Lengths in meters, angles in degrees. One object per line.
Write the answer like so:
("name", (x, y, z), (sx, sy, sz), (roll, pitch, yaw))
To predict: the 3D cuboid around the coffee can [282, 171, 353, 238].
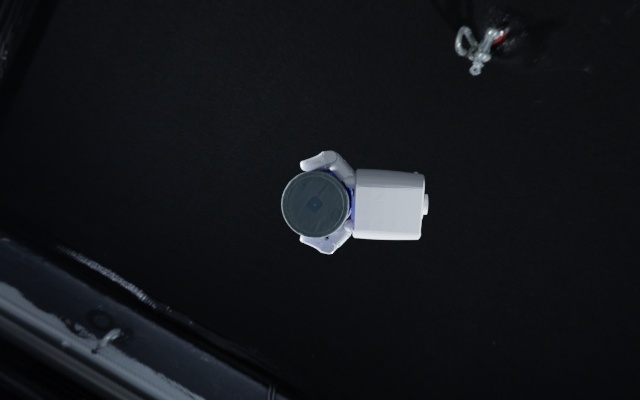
("coffee can", (0.000, 0.003, 0.786), (0.103, 0.103, 0.140), (0, 3, 7))
